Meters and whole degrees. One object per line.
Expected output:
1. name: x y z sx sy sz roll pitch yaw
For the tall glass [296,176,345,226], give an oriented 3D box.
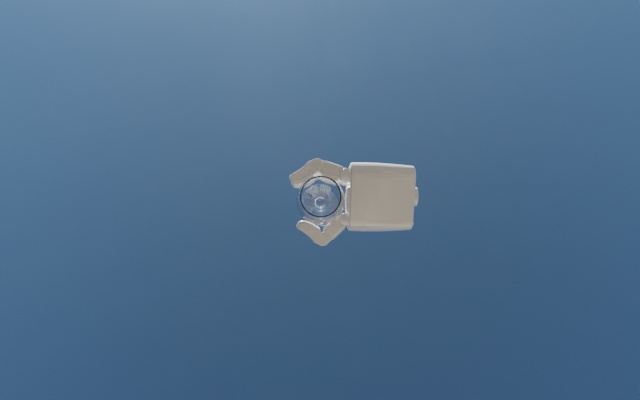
1. tall glass: 0.000 0.003 0.801 0.079 0.079 0.201 0 -5 0
